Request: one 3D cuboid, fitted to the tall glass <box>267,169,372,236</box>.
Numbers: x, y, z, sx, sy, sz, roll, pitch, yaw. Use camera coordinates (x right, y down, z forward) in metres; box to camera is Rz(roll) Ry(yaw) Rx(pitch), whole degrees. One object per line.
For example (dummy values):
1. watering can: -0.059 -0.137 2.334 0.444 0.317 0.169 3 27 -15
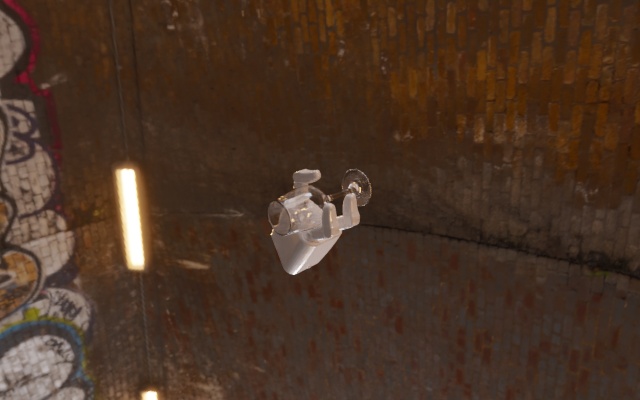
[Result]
1. tall glass: 0.001 0.002 0.860 0.201 0.079 0.079 -21 14 -41
